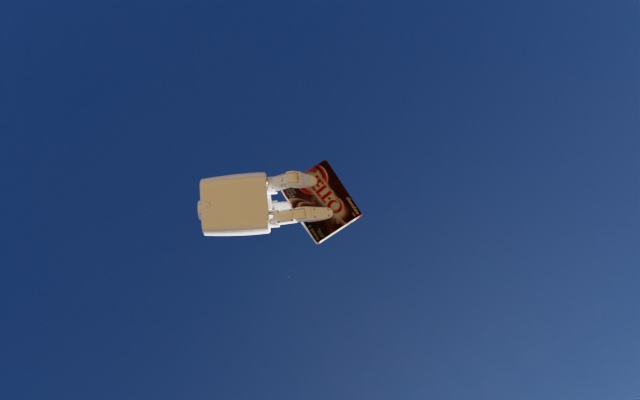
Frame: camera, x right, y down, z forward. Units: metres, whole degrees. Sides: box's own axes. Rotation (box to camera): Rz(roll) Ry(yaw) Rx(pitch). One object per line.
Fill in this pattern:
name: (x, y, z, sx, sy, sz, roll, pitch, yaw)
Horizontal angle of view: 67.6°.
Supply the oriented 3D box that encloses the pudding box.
pudding box: (0.000, 0.003, 0.789, 0.090, 0.113, 0.039, -32, -5, -9)
